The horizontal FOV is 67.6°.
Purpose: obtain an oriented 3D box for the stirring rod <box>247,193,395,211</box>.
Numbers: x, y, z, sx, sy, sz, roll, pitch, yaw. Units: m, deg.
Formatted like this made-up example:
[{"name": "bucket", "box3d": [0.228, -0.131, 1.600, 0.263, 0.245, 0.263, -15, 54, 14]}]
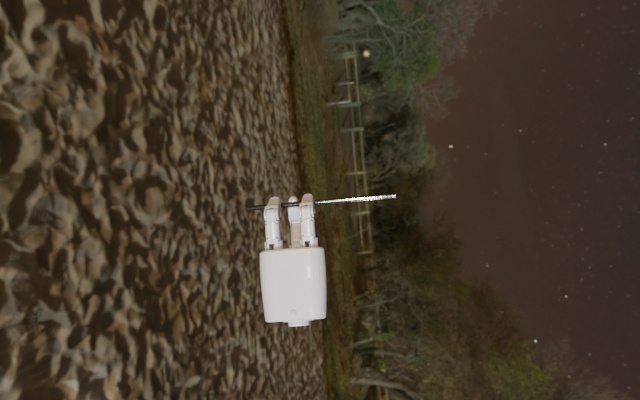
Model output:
[{"name": "stirring rod", "box3d": [0.000, 0.003, 0.775, 0.239, 0.011, 0.011, -5, -1, 5]}]
